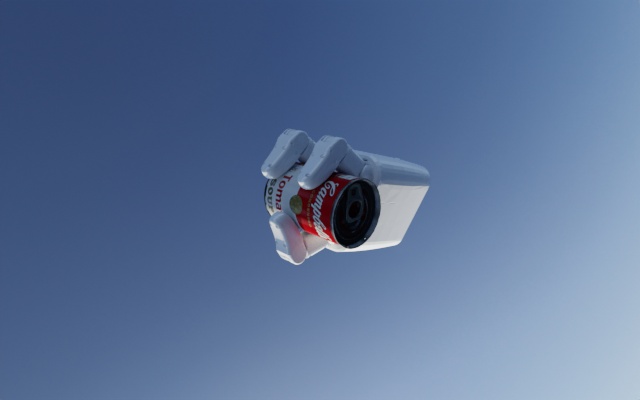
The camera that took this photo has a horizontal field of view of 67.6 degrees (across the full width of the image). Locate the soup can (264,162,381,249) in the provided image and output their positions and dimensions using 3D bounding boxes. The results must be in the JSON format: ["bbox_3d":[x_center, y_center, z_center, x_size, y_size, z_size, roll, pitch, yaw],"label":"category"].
[{"bbox_3d":[-0.001,0.002,0.478,0.068,0.068,0.102,0,13,-45],"label":"soup can"}]
